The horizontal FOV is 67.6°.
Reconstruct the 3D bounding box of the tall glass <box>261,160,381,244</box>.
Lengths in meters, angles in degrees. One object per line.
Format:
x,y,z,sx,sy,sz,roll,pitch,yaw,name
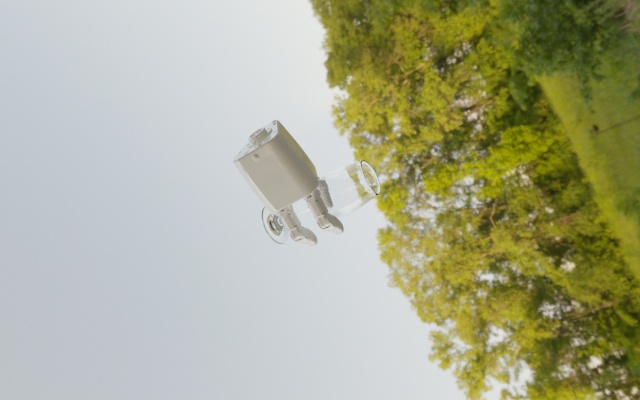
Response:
0.000,0.003,0.807,0.201,0.079,0.079,-26,-11,24,tall glass
